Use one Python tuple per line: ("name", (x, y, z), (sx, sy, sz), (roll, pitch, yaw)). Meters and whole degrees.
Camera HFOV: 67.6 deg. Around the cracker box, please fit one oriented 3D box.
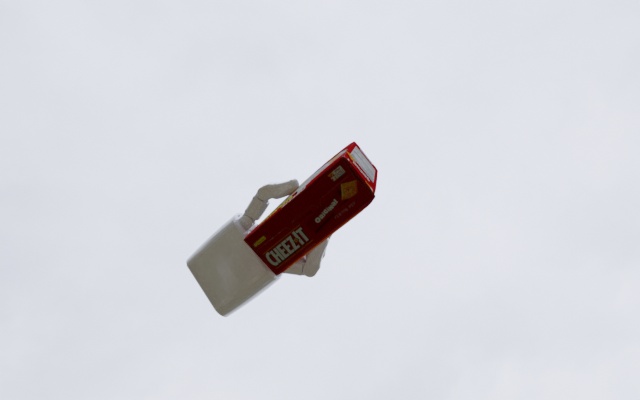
("cracker box", (0.000, 0.002, 0.670), (0.164, 0.072, 0.213), (-40, 4, 13))
